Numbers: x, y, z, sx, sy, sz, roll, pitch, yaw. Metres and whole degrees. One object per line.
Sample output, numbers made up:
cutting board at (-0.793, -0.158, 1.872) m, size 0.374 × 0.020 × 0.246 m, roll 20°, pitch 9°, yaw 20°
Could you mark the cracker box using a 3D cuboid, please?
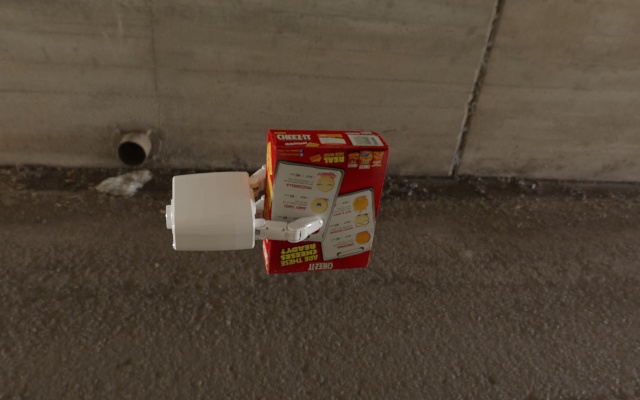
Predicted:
cracker box at (0.000, 0.002, 0.716) m, size 0.164 × 0.214 × 0.072 m, roll -2°, pitch 32°, yaw -14°
